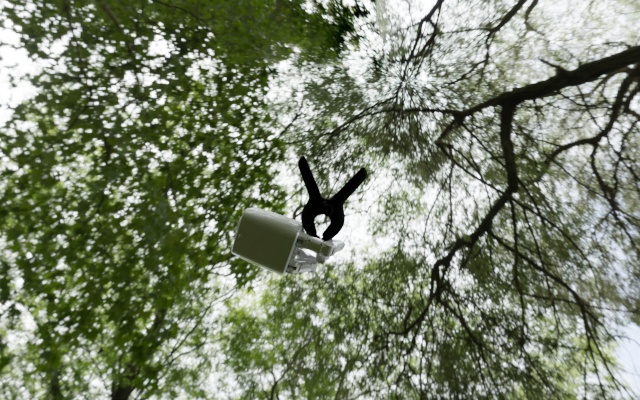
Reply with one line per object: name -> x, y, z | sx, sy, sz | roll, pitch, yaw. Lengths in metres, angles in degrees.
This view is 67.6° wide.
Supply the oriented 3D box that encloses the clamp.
clamp -> 0.000, 0.003, 0.850 | 0.120, 0.171, 0.039 | 21, 16, 2
